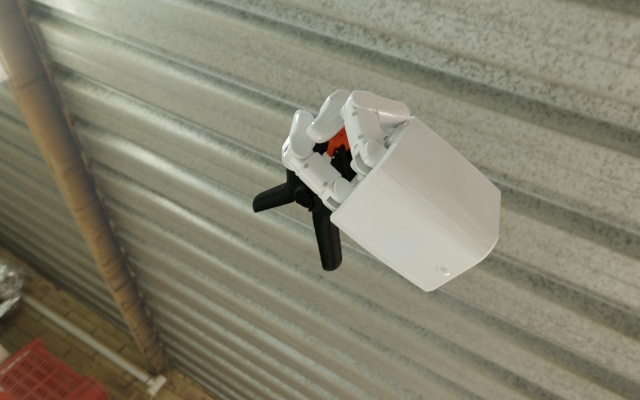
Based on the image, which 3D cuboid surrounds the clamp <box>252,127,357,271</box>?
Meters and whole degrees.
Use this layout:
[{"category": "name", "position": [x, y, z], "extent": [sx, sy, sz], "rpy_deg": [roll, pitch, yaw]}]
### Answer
[{"category": "clamp", "position": [0.000, 0.001, 0.478], "extent": [0.039, 0.120, 0.171], "rpy_deg": [-50, 0, -38]}]
